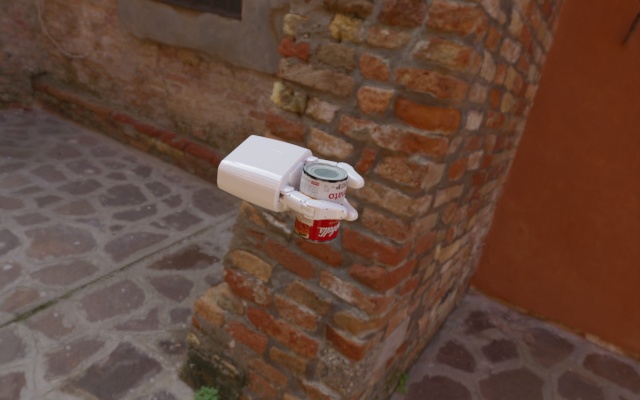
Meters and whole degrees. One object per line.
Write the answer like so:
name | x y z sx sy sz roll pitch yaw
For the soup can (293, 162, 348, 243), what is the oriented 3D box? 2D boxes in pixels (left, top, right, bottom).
soup can | 0.001 0.002 0.705 0.068 0.102 0.068 8 25 -4
